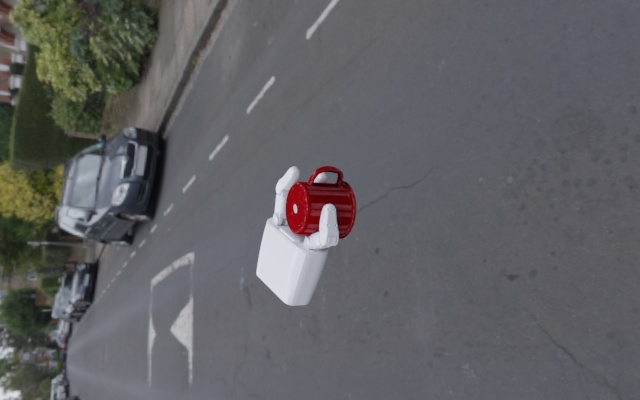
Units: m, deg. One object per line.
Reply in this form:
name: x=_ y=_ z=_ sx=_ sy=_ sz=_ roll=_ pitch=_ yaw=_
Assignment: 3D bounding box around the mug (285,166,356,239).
mug: x=0.000 y=0.001 z=0.738 sx=0.081 sy=0.117 sz=0.093 roll=3 pitch=26 yaw=-29
